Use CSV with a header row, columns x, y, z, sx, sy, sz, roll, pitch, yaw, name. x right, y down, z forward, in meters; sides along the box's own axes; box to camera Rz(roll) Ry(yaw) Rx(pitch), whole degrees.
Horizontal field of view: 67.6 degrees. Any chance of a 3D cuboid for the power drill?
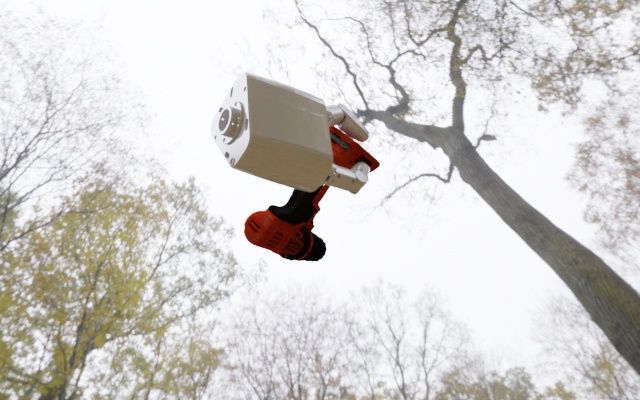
x,y,z,sx,sy,sz,roll,pitch,yaw,name
0.000,0.002,0.656,0.057,0.187,0.184,38,4,28,power drill
